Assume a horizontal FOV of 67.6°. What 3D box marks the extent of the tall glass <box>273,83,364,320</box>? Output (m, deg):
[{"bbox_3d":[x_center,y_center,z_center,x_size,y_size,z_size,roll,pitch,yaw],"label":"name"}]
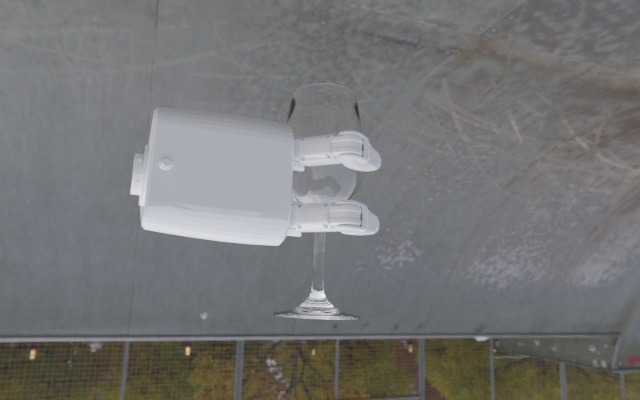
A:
[{"bbox_3d":[0.000,0.002,0.427,0.079,0.201,0.079,2,-11,0],"label":"tall glass"}]
